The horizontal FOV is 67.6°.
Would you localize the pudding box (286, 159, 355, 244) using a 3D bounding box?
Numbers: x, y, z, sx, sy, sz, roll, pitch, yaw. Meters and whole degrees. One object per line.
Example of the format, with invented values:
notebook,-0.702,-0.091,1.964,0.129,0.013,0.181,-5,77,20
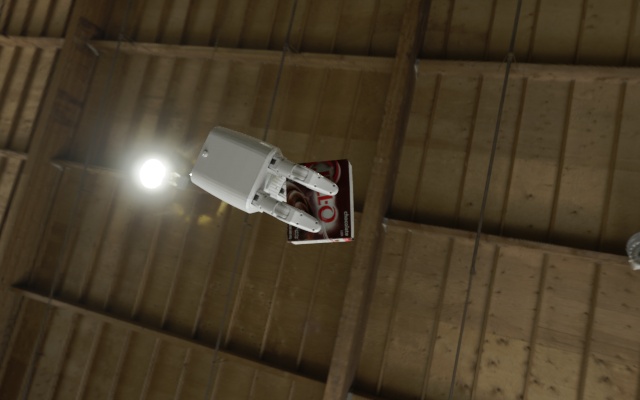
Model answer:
pudding box,0.000,0.002,0.664,0.090,0.113,0.039,-5,-9,13
